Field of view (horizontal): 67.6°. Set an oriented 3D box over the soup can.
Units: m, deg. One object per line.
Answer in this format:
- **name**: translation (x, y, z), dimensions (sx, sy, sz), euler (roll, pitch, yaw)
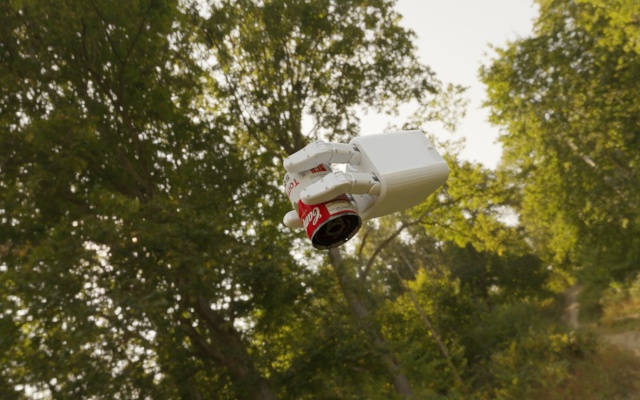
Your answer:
- **soup can**: translation (0.000, 0.002, 0.606), dimensions (0.068, 0.102, 0.069), euler (-19, -34, -14)
